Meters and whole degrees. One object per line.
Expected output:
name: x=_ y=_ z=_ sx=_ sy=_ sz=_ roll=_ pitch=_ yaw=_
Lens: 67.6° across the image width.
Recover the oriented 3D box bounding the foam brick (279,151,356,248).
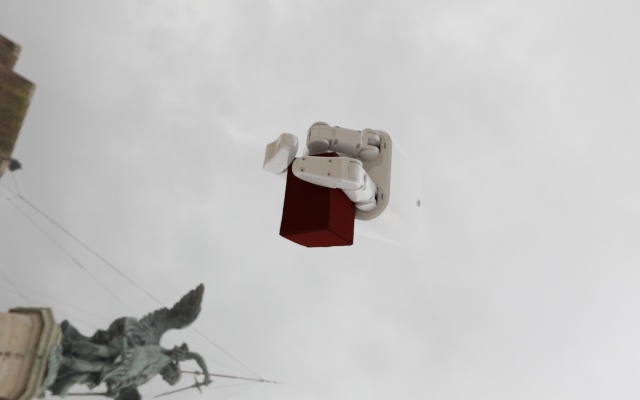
foam brick: x=0.000 y=0.002 z=0.448 sx=0.053 sy=0.078 sz=0.051 roll=-6 pitch=-24 yaw=29
